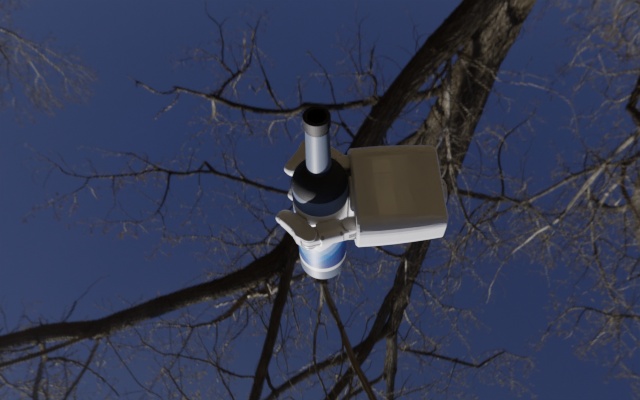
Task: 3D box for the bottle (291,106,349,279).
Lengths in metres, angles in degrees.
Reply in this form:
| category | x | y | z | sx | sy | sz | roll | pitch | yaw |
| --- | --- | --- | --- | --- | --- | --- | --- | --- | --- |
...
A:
| category | x | y | z | sx | sy | sz | roll | pitch | yaw |
| --- | --- | --- | --- | --- | --- | --- | --- | --- | --- |
| bottle | 0.000 | 0.002 | 0.580 | 0.069 | 0.069 | 0.296 | 0 | -35 | 2 |
